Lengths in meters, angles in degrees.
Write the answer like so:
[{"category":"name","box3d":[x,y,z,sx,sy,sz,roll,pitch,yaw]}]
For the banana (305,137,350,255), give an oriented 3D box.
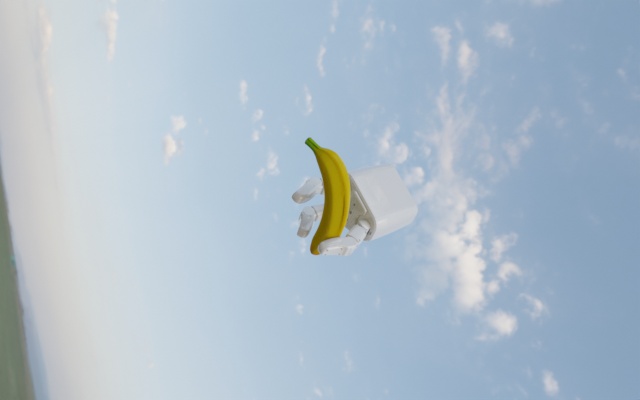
[{"category":"banana","box3d":[0.013,0.005,0.707,0.037,0.198,0.069,-23,35,-38]}]
